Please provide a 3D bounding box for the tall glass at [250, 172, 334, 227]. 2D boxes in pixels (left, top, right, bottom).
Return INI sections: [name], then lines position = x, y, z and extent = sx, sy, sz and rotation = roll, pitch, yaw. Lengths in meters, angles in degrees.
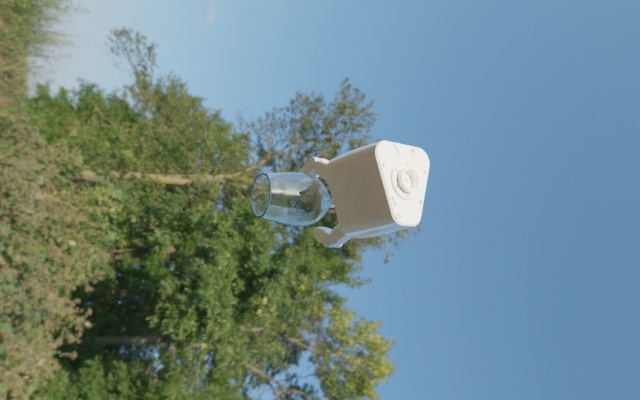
[tall glass]
position = 0.001, 0.002, 0.707
extent = 0.201, 0.079, 0.079
rotation = 6, -4, -33
